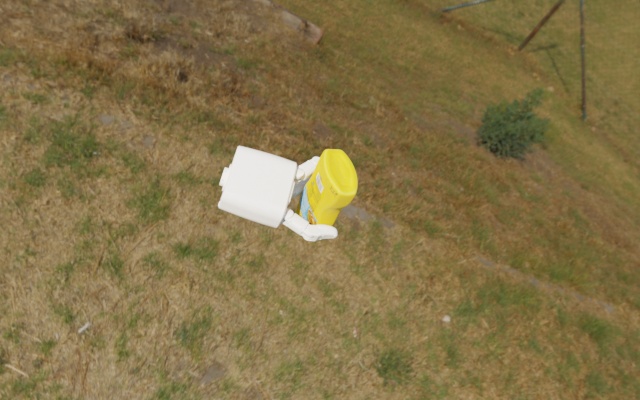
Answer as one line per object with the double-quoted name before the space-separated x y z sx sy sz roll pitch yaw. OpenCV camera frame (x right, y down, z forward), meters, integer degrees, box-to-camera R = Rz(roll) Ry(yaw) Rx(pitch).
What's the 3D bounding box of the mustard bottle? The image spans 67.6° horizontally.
"mustard bottle" 0.001 0.003 0.842 0.058 0.096 0.192 -3 -32 -26
